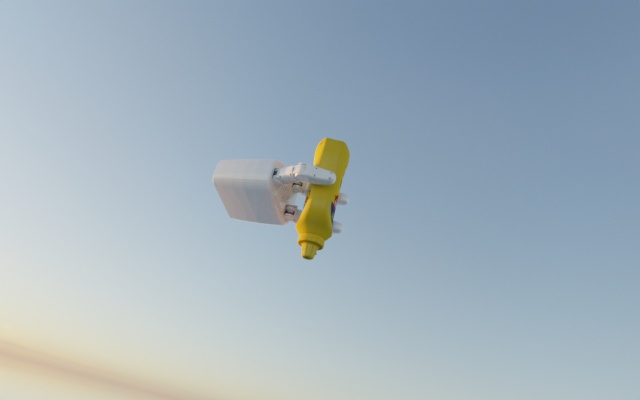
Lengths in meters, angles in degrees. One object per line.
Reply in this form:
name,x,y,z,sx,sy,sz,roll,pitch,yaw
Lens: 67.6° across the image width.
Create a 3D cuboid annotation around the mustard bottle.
mustard bottle,0.001,0.002,0.757,0.058,0.191,0.096,14,-26,1
